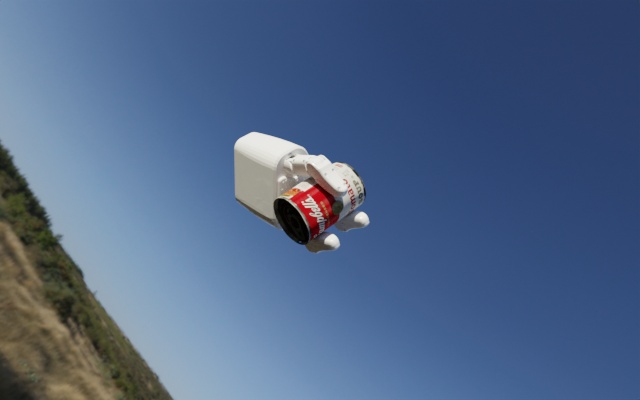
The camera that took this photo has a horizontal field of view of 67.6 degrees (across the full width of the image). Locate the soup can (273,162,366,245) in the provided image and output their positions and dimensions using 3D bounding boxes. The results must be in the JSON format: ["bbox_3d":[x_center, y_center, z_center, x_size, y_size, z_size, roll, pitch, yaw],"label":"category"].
[{"bbox_3d":[0.001,0.002,0.612,0.102,0.068,0.068,-33,18,-30],"label":"soup can"}]
